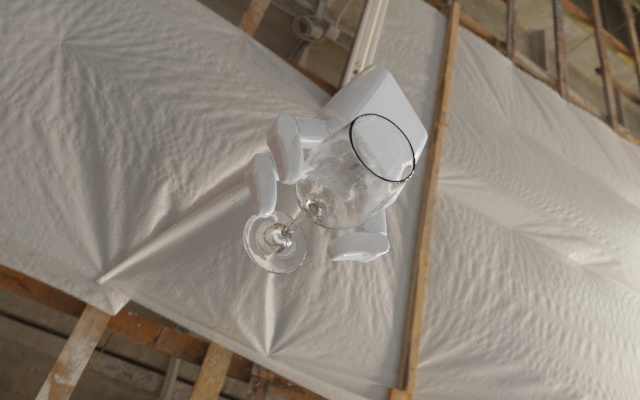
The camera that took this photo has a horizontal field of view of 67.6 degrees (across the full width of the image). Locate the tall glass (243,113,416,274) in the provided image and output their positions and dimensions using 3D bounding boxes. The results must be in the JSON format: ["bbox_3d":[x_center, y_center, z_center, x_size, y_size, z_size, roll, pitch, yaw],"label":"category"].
[{"bbox_3d":[0.000,0.002,0.439,0.079,0.079,0.201,0,-25,-32],"label":"tall glass"}]
